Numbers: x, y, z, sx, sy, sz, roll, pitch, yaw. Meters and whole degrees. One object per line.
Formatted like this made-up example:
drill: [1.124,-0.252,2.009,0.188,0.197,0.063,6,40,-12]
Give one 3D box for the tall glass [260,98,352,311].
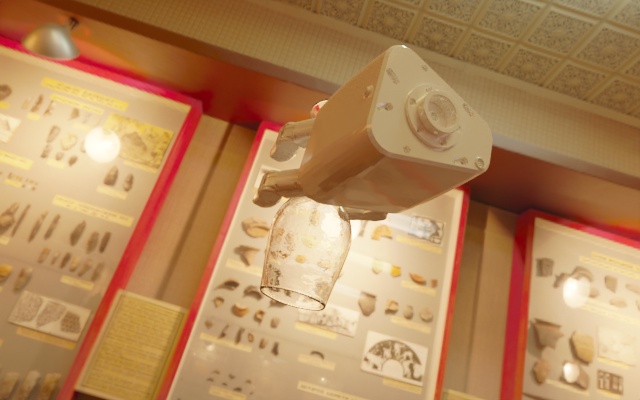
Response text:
tall glass: [0.000,0.001,0.469,0.079,0.201,0.079,14,-24,6]
